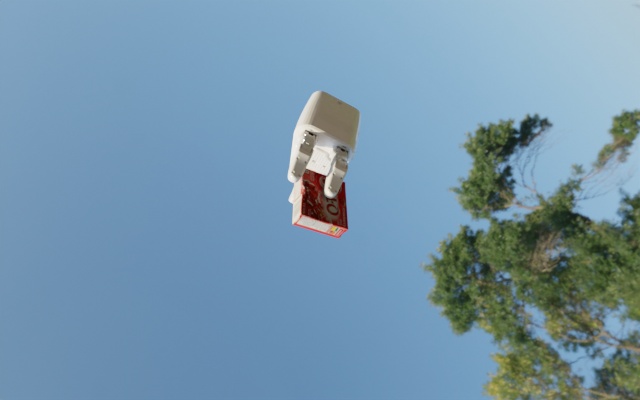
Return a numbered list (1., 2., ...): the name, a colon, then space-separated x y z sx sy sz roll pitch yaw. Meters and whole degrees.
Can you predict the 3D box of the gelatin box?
1. gelatin box: 0.000 0.003 0.672 0.073 0.089 0.030 19 -43 -22
